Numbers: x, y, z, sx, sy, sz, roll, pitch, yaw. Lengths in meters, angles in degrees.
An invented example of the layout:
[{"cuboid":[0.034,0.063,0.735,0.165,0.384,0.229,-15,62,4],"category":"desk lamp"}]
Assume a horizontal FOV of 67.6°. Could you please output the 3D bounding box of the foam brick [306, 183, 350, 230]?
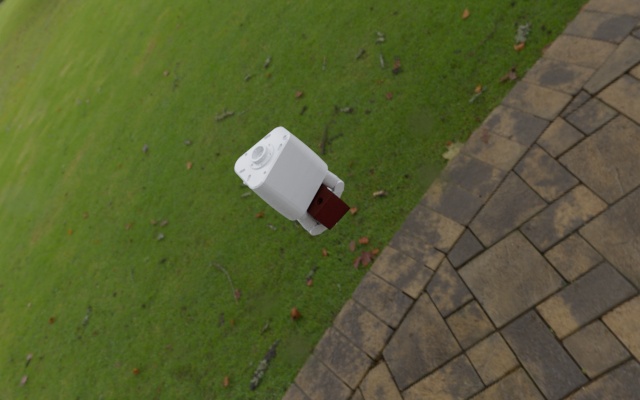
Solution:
[{"cuboid":[0.000,0.003,0.811,0.051,0.053,0.078,40,1,-43],"category":"foam brick"}]
